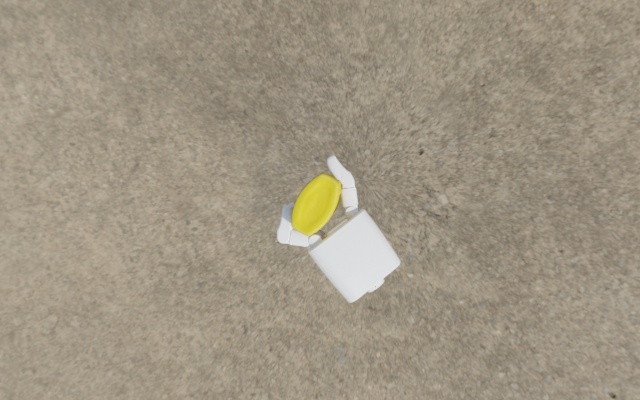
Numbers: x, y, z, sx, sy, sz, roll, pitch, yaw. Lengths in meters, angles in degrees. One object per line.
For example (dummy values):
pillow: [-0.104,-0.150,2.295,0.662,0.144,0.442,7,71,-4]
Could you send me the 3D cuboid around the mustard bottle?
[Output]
mustard bottle: [0.000,0.002,0.792,0.058,0.096,0.191,28,5,3]
